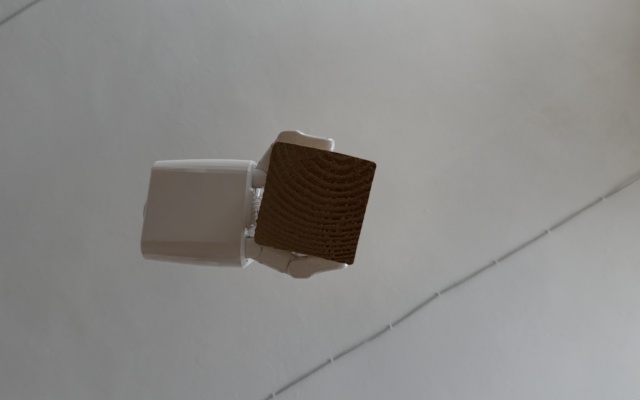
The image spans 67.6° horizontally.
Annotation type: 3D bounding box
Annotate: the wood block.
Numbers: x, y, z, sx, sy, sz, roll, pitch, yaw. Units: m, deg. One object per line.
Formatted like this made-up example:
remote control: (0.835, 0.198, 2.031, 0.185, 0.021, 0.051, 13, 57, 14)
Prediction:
wood block: (0.000, 0.001, 0.499, 0.090, 0.091, 0.206, 12, 1, 3)
